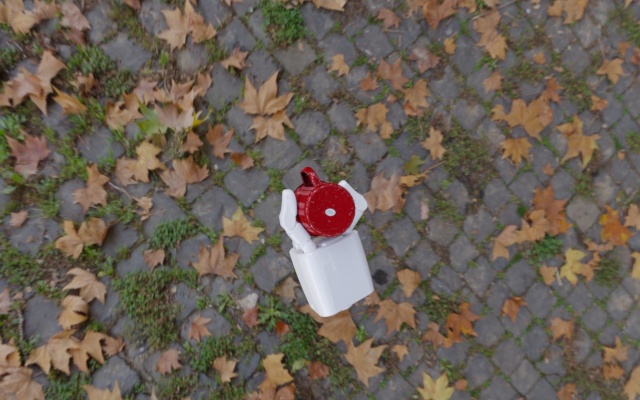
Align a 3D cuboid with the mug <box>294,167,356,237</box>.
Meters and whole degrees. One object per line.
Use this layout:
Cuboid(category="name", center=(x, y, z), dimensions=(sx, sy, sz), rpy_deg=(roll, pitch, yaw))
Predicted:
Cuboid(category="mug", center=(0.000, 0.001, 0.740), dimensions=(0.093, 0.117, 0.081), rpy_deg=(-22, 8, -16))
